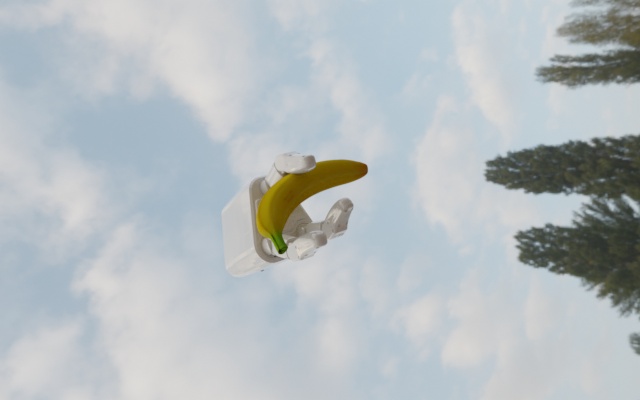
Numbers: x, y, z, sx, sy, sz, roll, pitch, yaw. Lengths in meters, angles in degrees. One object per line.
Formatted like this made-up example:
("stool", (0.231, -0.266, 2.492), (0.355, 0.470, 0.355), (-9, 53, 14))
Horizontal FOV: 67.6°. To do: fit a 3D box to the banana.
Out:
("banana", (-0.016, -0.008, 0.564), (0.069, 0.037, 0.197), (38, 46, 9))
